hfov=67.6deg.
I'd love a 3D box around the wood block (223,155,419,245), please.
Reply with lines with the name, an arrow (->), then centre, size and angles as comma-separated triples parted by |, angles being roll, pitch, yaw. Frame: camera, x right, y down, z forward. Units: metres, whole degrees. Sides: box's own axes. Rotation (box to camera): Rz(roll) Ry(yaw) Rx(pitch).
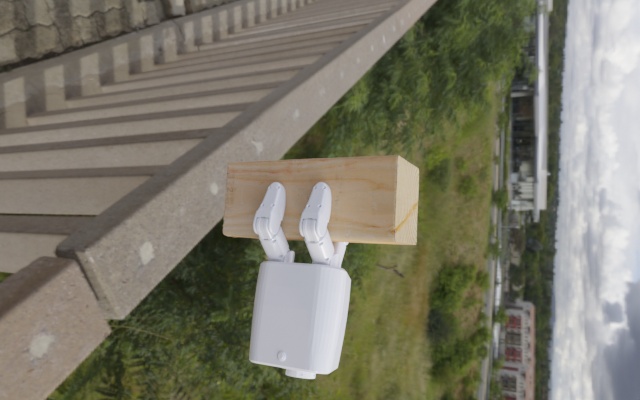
wood block -> 0.000, 0.002, 0.551 | 0.206, 0.090, 0.091 | 0, -6, 25
